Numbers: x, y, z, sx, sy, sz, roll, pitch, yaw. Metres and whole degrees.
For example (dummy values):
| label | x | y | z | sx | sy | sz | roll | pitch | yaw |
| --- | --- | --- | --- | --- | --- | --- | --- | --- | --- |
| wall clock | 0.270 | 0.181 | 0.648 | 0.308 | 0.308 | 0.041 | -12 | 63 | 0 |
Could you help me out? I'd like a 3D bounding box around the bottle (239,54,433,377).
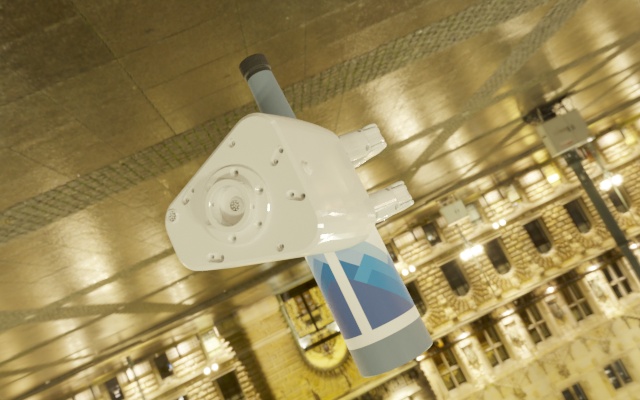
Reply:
| label | x | y | z | sx | sy | sz | roll | pitch | yaw |
| --- | --- | --- | --- | --- | --- | --- | --- | --- | --- |
| bottle | 0.000 | 0.002 | 0.422 | 0.069 | 0.295 | 0.069 | -25 | -9 | -4 |
